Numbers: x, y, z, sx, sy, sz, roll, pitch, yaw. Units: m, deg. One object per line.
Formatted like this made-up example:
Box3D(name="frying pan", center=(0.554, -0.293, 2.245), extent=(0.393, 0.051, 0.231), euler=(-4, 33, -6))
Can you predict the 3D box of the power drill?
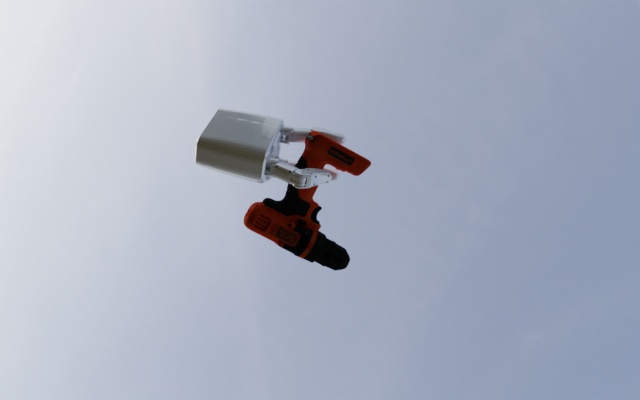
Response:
Box3D(name="power drill", center=(0.000, 0.002, 0.740), extent=(0.184, 0.187, 0.057), euler=(28, 6, -17))
